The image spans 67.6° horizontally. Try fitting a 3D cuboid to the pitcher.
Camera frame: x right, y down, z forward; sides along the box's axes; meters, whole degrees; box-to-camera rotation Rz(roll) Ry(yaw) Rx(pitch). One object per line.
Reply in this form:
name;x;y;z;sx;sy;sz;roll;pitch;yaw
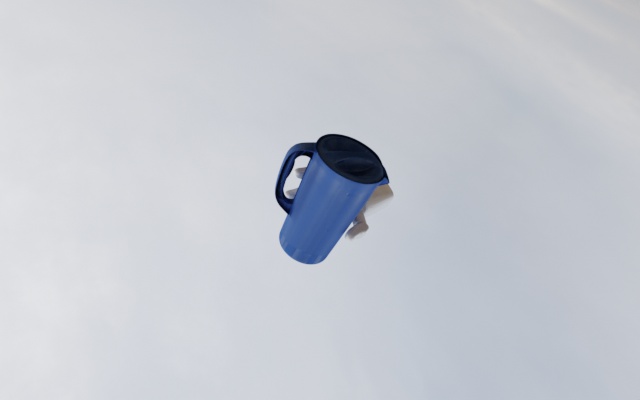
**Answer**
pitcher;0.000;0.003;0.887;0.149;0.243;0.145;45;39;21
